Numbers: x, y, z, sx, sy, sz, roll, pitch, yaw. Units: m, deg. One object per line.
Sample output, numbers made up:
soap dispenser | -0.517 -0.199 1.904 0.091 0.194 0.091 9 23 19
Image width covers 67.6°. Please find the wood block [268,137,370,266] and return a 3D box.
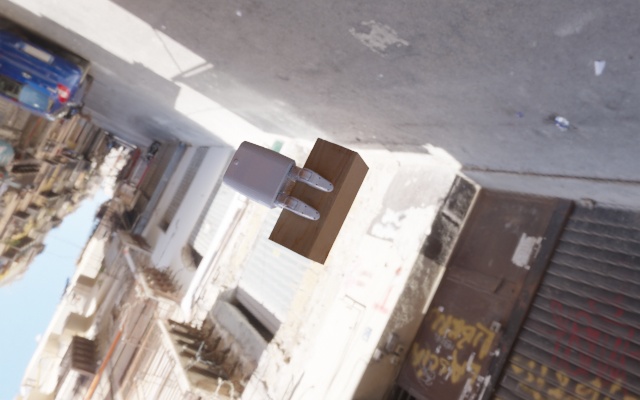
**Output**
wood block | 0.000 0.003 0.881 0.090 0.206 0.091 23 -6 24
